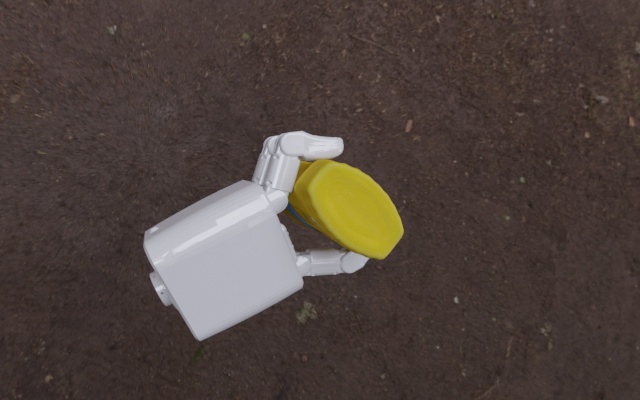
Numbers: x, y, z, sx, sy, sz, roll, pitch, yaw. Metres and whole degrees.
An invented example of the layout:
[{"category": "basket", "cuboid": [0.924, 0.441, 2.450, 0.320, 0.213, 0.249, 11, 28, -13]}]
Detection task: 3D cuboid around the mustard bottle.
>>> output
[{"category": "mustard bottle", "cuboid": [0.000, 0.001, 0.472, 0.096, 0.058, 0.191, 41, -9, -18]}]
